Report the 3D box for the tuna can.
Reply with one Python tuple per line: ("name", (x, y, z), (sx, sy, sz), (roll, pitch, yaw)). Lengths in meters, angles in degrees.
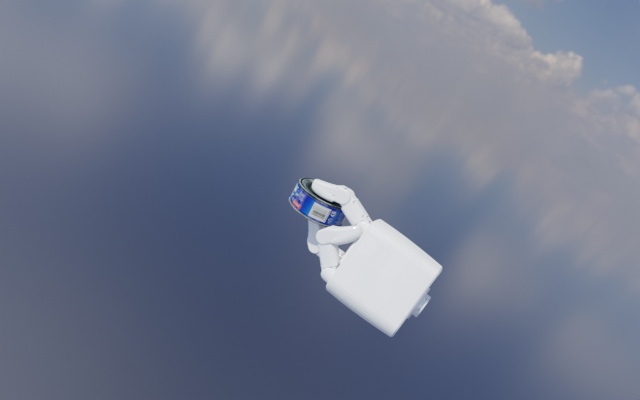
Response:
("tuna can", (0.000, 0.002, 0.684), (0.086, 0.034, 0.086), (25, 19, -9))
